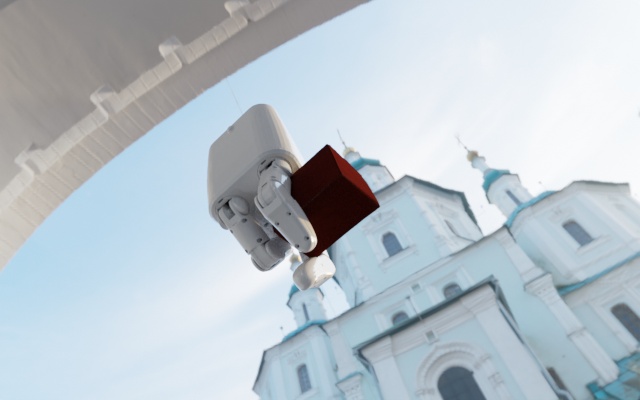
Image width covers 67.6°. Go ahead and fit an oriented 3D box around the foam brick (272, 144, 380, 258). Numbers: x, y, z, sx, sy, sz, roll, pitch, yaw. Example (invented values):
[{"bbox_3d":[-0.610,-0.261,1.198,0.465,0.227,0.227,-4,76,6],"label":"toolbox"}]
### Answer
[{"bbox_3d":[0.000,0.001,0.410,0.053,0.078,0.051,40,19,-34],"label":"foam brick"}]
